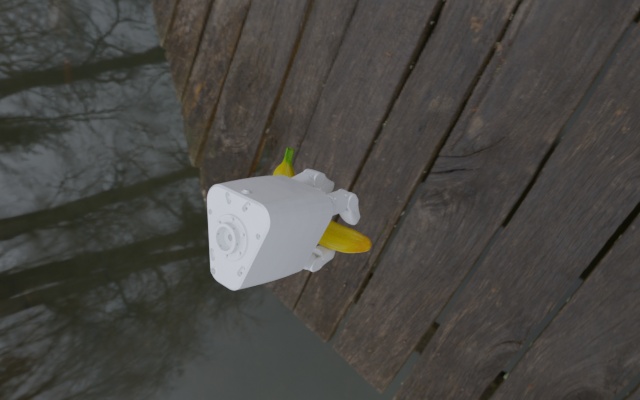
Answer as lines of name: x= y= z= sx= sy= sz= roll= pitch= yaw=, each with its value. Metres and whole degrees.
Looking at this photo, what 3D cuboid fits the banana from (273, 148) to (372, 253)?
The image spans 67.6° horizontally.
banana: x=-0.013 y=0.013 z=0.662 sx=0.197 sy=0.070 sz=0.037 roll=50 pitch=26 yaw=24
